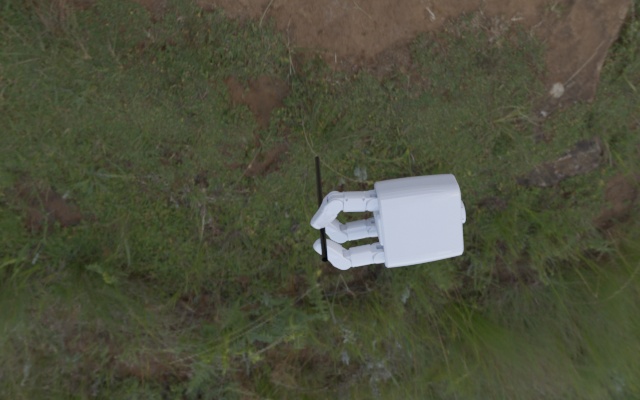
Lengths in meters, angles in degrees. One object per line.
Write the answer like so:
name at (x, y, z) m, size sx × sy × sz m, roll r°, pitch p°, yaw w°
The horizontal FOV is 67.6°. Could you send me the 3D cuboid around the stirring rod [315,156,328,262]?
stirring rod at (0.000, 0.002, 0.698) m, size 0.011 × 0.011 × 0.239 m, roll 0°, pitch 37°, yaw -3°
